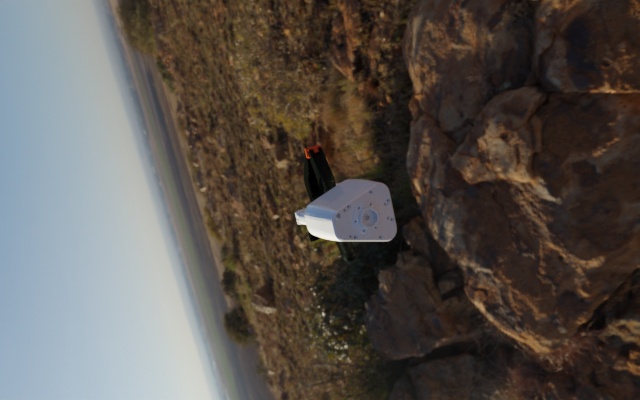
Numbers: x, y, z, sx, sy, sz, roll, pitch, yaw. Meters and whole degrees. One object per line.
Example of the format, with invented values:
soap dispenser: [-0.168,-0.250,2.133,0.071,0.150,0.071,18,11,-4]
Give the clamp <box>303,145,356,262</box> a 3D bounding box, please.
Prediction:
clamp: [-0.001,0.003,0.892,0.036,0.210,0.164,-17,10,-24]
